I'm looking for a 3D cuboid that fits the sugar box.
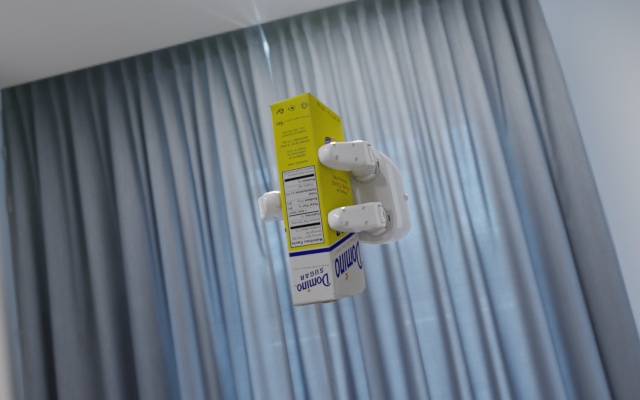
[{"bbox_3d":[0.001,0.001,0.436,0.048,0.176,0.093,-13,-9,20],"label":"sugar box"}]
